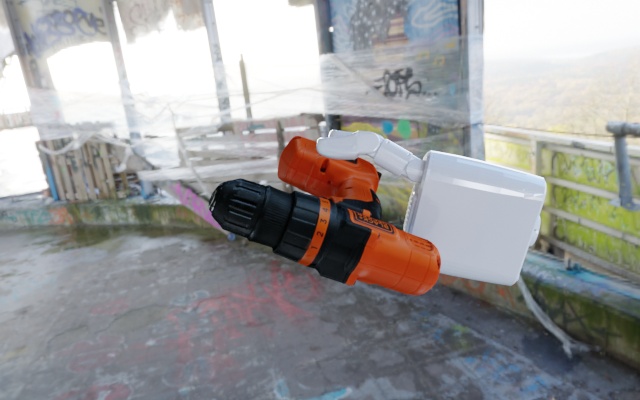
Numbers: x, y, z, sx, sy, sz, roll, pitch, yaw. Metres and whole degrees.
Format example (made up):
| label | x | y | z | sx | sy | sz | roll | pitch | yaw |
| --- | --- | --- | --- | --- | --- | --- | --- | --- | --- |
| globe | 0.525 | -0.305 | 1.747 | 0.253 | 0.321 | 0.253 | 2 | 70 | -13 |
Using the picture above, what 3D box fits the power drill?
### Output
| label | x | y | z | sx | sy | sz | roll | pitch | yaw |
| --- | --- | --- | --- | --- | --- | --- | --- | --- | --- |
| power drill | 0.000 | 0.001 | 0.424 | 0.184 | 0.057 | 0.187 | 22 | 22 | -14 |
